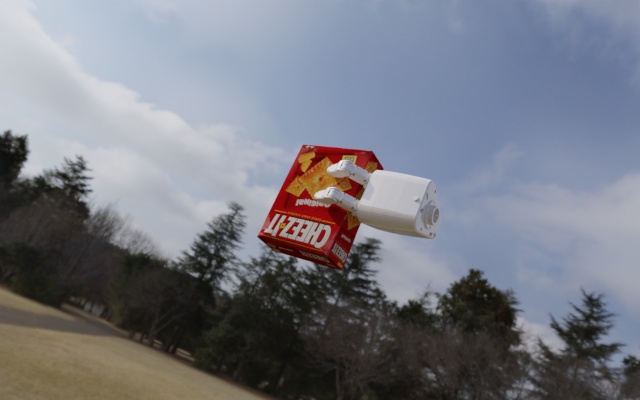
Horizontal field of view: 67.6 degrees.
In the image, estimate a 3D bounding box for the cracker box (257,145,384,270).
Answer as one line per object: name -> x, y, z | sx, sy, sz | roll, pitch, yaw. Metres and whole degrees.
cracker box -> 0.000, 0.003, 0.886 | 0.164, 0.213, 0.072 | 11, -24, 35
